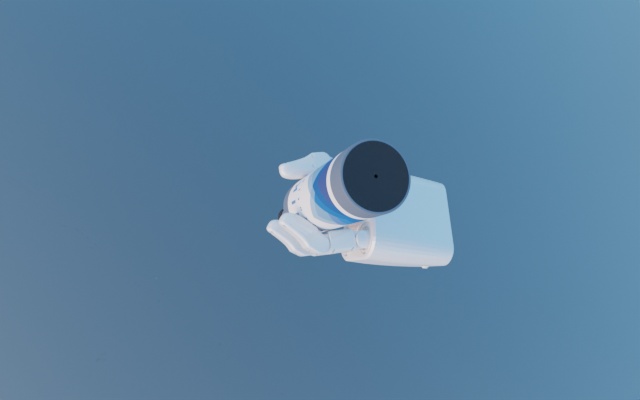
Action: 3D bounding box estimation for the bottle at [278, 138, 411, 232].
[{"bbox_3d":[0.000,0.002,0.540,0.069,0.069,0.296,0,-9,-19],"label":"bottle"}]
